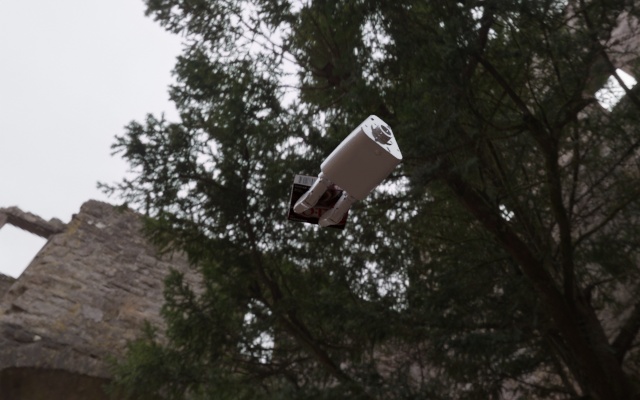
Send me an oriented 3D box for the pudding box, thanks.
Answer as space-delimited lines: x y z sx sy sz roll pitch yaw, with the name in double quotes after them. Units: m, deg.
0.000 0.003 0.892 0.113 0.090 0.039 11 38 -1 "pudding box"
